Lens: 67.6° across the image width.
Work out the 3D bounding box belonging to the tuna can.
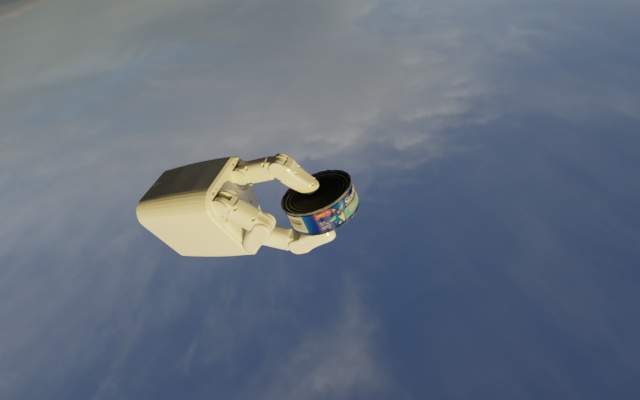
[{"bbox_3d":[0.000,0.002,0.550,0.086,0.034,0.086,-18,30,11],"label":"tuna can"}]
